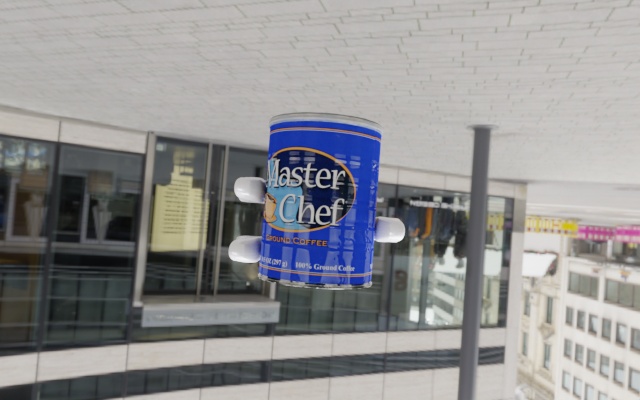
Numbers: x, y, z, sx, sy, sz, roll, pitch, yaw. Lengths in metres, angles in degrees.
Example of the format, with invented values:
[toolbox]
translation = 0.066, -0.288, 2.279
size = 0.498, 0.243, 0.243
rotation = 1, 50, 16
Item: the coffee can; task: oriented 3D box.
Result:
[coffee can]
translation = 0.000, 0.001, 0.428
size = 0.103, 0.140, 0.103
rotation = 4, -2, 0
